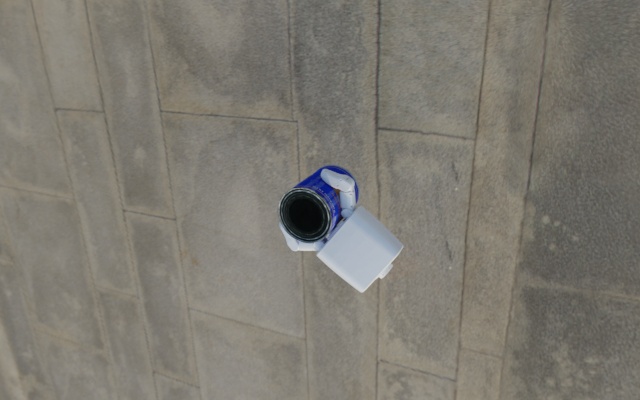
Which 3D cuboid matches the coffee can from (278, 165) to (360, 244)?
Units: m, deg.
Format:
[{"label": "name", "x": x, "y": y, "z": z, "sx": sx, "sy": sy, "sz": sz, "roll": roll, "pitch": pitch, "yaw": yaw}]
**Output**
[{"label": "coffee can", "x": 0.000, "y": 0.003, "z": 0.866, "sx": 0.103, "sy": 0.103, "sz": 0.140, "roll": 0, "pitch": 20, "yaw": 25}]
